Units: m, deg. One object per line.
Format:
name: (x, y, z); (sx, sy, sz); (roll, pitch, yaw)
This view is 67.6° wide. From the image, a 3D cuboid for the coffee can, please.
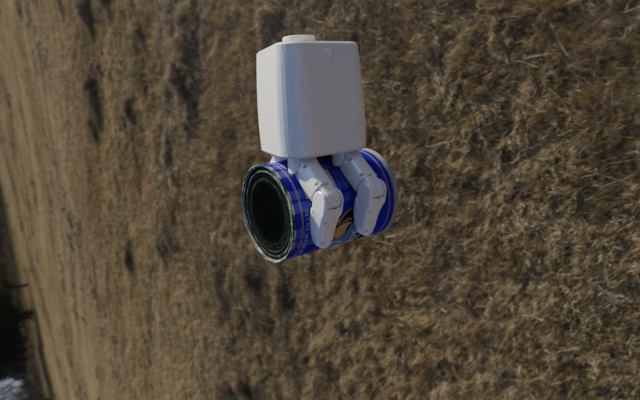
coffee can: (0.000, 0.002, 0.524); (0.140, 0.103, 0.103); (-13, 7, -35)
